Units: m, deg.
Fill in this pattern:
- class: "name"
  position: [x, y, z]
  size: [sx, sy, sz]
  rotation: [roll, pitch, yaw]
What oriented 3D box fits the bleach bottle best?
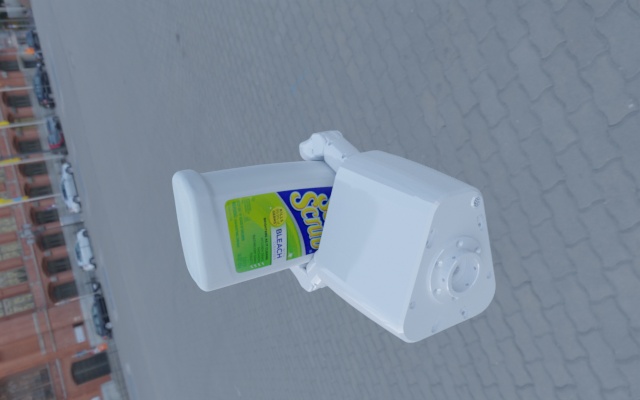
- class: "bleach bottle"
  position: [0.000, 0.002, 0.445]
  size: [0.251, 0.103, 0.068]
  rotation: [-14, 22, -27]
